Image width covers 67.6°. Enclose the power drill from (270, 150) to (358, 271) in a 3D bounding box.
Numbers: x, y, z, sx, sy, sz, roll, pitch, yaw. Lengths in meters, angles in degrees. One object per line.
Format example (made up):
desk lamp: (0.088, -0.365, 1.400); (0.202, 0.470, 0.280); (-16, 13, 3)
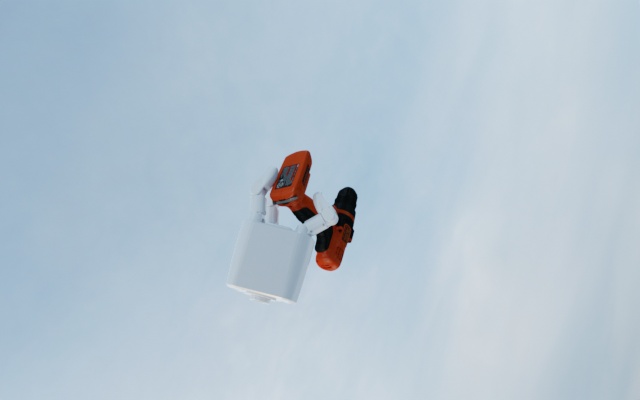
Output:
power drill: (0.000, 0.003, 0.837); (0.057, 0.184, 0.188); (-15, -49, 33)
